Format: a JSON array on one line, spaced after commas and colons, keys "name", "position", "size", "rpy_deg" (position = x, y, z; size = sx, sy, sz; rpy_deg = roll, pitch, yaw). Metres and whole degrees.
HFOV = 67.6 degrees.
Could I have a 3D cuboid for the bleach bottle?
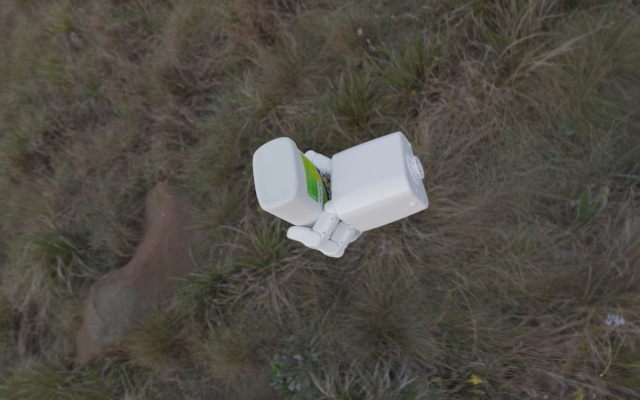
[{"name": "bleach bottle", "position": [0.000, 0.002, 0.720], "size": [0.068, 0.102, 0.251], "rpy_deg": [-21, -27, 23]}]
